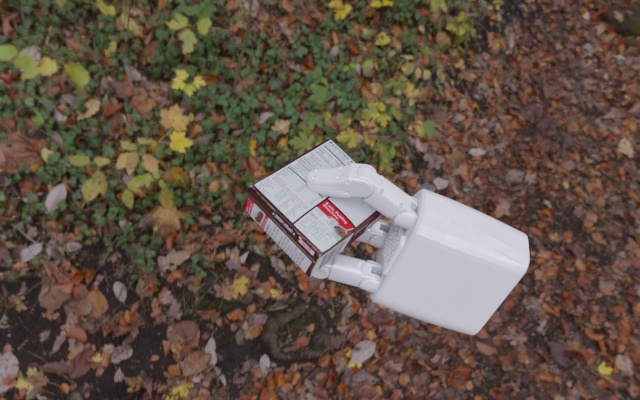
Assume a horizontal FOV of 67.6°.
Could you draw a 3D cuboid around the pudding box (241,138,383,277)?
[{"bbox_3d":[0.000,0.001,0.437,0.113,0.090,0.039,-34,-18,-40],"label":"pudding box"}]
